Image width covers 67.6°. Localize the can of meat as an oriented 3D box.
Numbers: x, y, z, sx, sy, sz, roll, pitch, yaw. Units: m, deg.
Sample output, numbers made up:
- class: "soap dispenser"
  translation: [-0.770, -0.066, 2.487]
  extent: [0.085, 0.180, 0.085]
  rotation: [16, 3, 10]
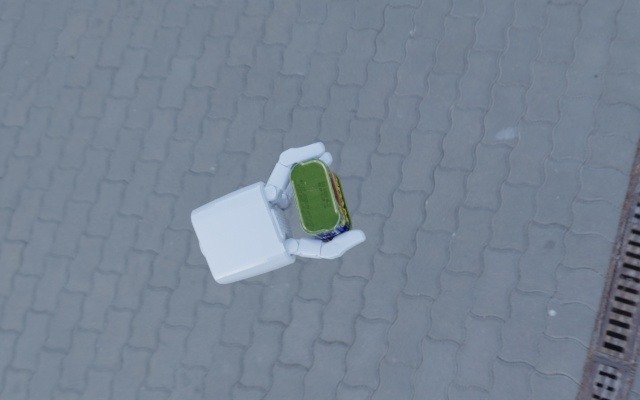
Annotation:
- class: "can of meat"
  translation: [0.000, 0.002, 0.632]
  extent: [0.057, 0.102, 0.084]
  rotation: [-17, -14, 9]
